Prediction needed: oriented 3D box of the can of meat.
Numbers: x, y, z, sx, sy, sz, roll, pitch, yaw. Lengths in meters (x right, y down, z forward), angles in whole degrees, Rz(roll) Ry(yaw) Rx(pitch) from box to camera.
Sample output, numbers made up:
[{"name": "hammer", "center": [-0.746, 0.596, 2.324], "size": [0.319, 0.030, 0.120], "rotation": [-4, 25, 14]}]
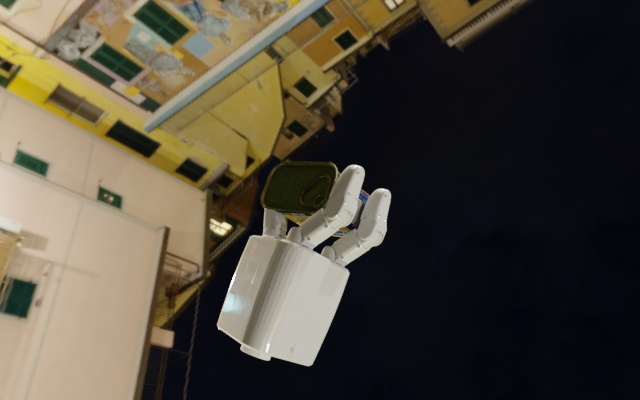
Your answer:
[{"name": "can of meat", "center": [0.000, 0.002, 0.525], "size": [0.102, 0.057, 0.084], "rotation": [5, -21, 44]}]
